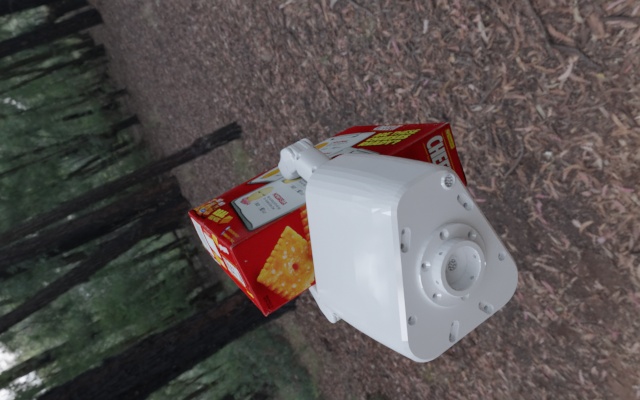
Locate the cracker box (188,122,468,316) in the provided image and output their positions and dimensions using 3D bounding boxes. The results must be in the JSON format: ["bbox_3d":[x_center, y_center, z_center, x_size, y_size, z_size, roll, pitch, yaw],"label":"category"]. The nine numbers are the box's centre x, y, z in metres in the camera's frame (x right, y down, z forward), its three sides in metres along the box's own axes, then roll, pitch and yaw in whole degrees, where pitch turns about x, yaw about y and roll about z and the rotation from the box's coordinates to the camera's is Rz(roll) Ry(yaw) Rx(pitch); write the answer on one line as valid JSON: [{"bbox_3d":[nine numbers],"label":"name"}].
[{"bbox_3d":[0.000,0.001,0.449,0.213,0.072,0.164,-29,19,-20],"label":"cracker box"}]
